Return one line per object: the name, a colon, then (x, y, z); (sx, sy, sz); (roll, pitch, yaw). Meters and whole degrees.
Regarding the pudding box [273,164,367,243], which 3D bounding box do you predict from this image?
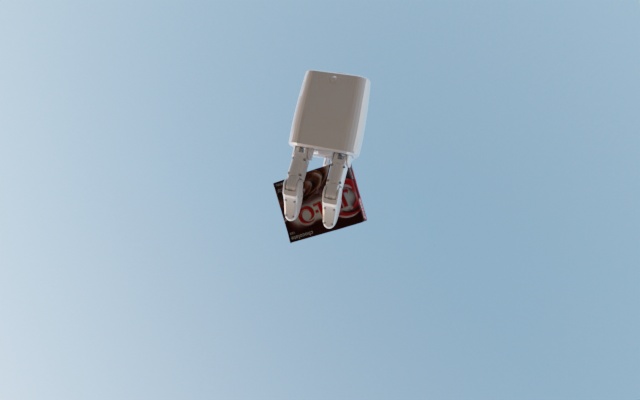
pudding box: (0.000, 0.002, 0.675); (0.113, 0.090, 0.039); (-18, -5, 13)
